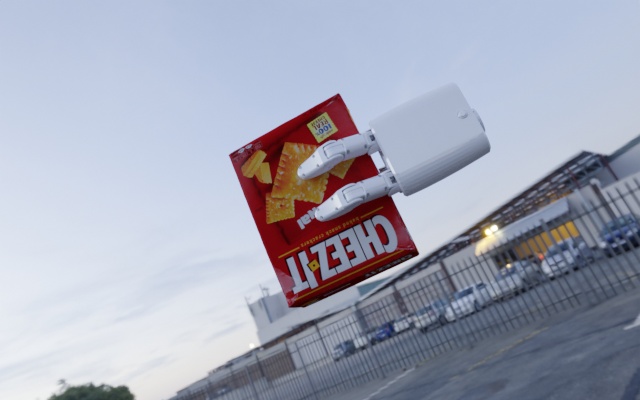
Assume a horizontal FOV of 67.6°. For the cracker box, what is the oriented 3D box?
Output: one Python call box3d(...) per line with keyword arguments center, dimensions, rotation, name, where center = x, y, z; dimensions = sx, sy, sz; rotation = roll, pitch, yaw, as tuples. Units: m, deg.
box3d(center=(0.000, 0.002, 0.589), dimensions=(0.164, 0.213, 0.072), rotation=(-27, -16, 9), name="cracker box")
